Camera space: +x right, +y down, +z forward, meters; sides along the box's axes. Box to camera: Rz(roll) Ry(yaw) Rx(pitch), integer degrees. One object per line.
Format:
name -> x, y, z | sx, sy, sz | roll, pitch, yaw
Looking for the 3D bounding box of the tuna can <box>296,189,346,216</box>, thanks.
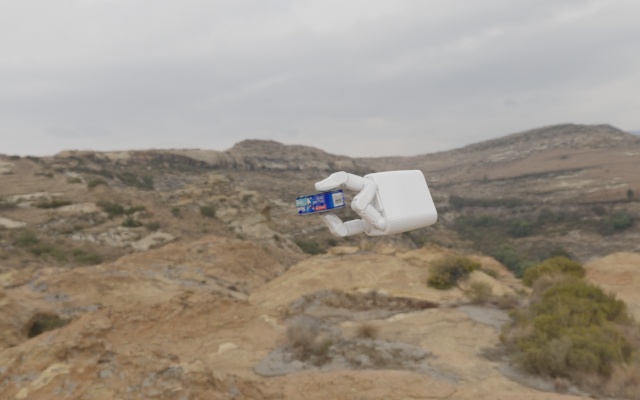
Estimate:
tuna can -> 0.000, 0.002, 0.844 | 0.086, 0.034, 0.086 | -10, 1, 0
